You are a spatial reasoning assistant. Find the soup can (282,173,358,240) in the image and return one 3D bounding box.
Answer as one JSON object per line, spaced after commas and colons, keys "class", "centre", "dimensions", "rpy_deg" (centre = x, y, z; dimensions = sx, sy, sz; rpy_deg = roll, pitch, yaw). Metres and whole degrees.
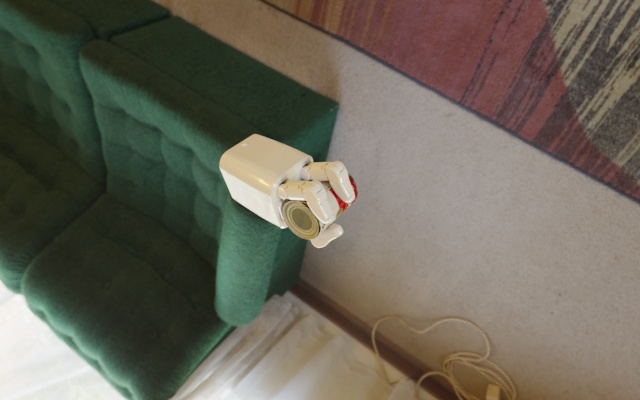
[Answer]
{"class": "soup can", "centre": [0.000, 0.003, 0.699], "dimensions": [0.068, 0.068, 0.102], "rpy_deg": [0, 30, 42]}
